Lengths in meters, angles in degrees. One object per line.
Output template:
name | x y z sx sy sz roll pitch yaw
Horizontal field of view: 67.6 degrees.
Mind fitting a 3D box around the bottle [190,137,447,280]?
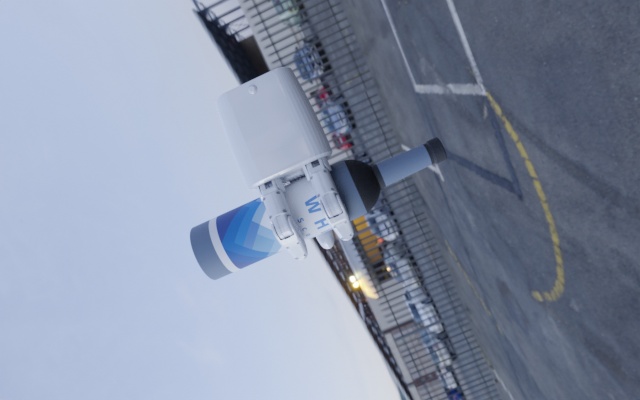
bottle | 0.000 0.002 0.540 0.296 0.069 0.069 -24 -2 5
